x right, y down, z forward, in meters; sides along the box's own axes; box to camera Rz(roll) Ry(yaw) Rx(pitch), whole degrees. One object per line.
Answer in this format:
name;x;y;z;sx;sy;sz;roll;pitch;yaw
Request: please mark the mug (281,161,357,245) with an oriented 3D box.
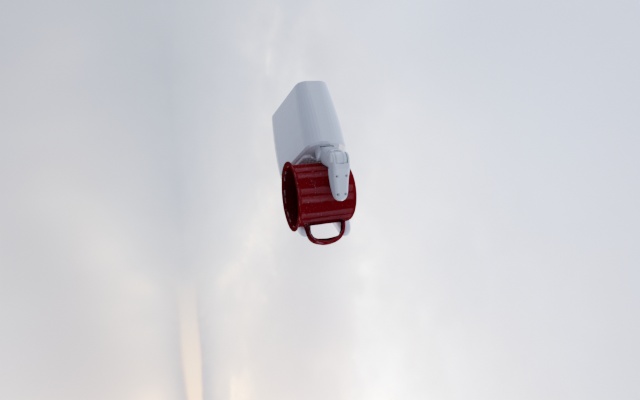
mug;0.001;0.003;0.632;0.081;0.117;0.093;-6;-23;-17
